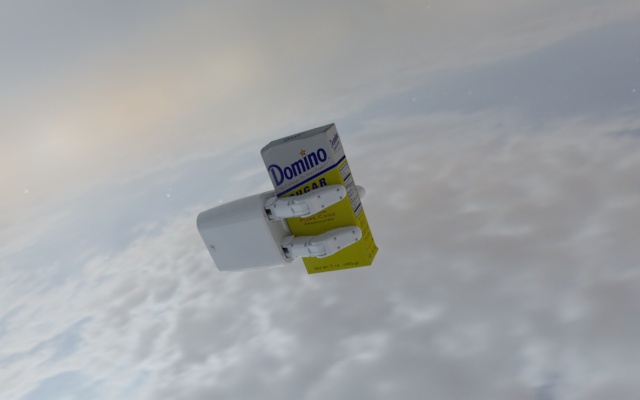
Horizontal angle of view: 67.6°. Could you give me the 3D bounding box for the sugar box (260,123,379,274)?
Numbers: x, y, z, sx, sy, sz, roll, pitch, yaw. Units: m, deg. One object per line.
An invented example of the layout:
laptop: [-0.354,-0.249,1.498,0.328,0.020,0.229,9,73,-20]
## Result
sugar box: [0.000,0.002,0.592,0.093,0.176,0.048,-13,20,26]
